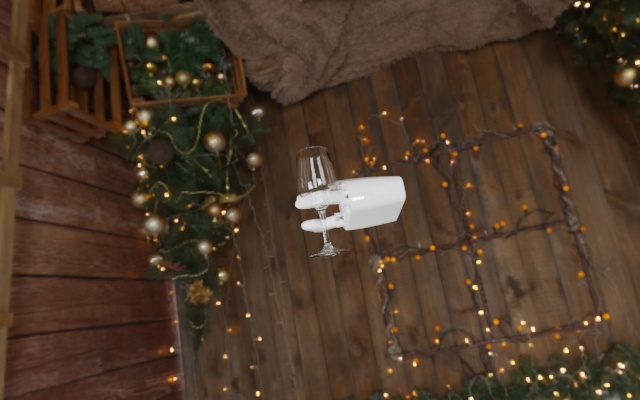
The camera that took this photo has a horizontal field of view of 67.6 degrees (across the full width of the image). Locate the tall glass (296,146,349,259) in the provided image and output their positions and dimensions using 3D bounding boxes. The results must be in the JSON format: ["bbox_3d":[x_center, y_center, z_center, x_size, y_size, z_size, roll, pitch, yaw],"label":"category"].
[{"bbox_3d":[0.000,0.004,0.892,0.079,0.201,0.079,-10,-13,-2],"label":"tall glass"}]
